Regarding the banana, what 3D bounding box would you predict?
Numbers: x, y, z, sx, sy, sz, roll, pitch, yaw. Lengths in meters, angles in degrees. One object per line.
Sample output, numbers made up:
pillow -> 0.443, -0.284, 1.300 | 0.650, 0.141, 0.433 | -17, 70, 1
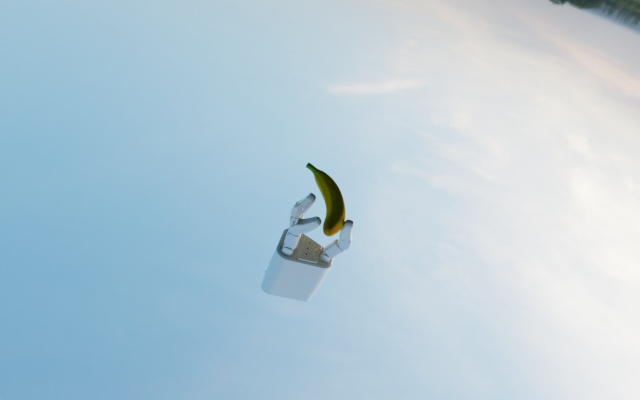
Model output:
banana -> 0.016, 0.004, 0.910 | 0.069, 0.037, 0.197 | 13, 36, -25
